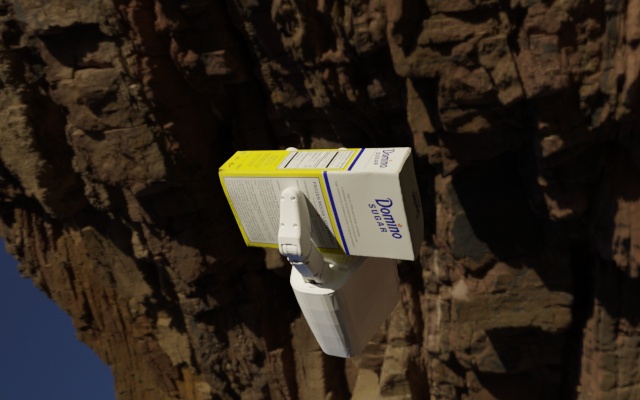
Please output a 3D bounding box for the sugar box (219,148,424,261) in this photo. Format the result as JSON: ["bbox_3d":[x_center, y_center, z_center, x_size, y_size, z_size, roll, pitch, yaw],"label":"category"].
[{"bbox_3d":[0.000,0.001,0.435,0.176,0.093,0.048,1,36,25],"label":"sugar box"}]
